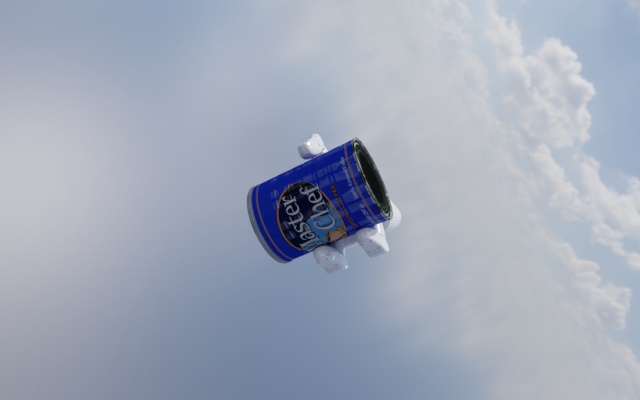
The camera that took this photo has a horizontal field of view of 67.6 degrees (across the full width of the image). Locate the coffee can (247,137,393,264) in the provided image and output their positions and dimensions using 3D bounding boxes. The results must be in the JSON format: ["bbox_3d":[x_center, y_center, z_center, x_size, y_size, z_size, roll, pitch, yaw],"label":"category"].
[{"bbox_3d":[0.000,0.002,0.561,0.140,0.103,0.103,-24,-8,17],"label":"coffee can"}]
